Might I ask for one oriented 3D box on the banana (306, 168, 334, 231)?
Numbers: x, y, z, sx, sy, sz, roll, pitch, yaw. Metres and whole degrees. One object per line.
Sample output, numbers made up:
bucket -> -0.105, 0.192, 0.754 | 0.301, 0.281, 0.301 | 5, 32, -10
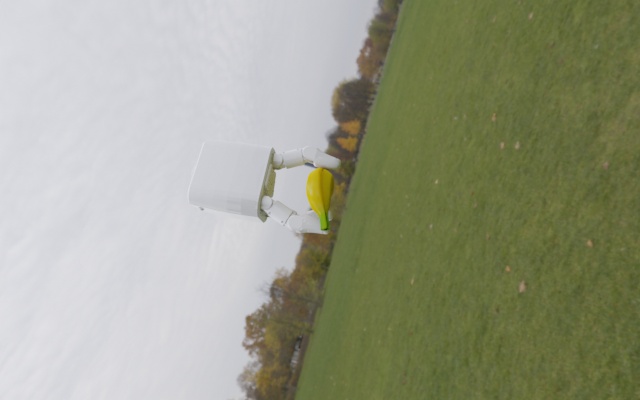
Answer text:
banana -> 0.000, -0.015, 0.706 | 0.037, 0.070, 0.197 | 1, 14, 3
